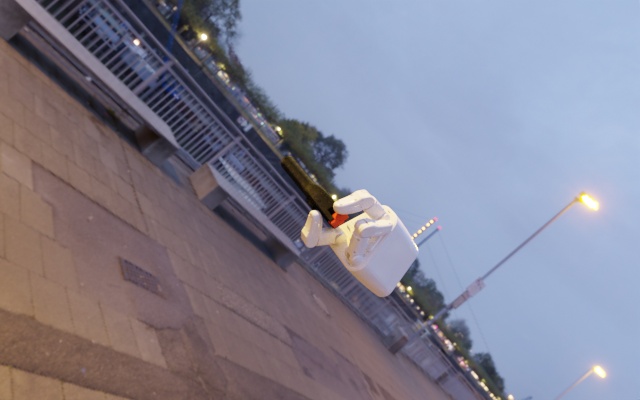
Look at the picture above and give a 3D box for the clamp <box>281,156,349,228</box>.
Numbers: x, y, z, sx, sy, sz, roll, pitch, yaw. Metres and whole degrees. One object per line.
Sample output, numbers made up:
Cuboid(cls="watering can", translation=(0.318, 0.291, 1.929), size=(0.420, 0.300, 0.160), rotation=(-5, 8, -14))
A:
Cuboid(cls="clamp", translation=(0.001, 0.002, 0.773), size=(0.120, 0.039, 0.171), rotation=(47, 2, -42))
